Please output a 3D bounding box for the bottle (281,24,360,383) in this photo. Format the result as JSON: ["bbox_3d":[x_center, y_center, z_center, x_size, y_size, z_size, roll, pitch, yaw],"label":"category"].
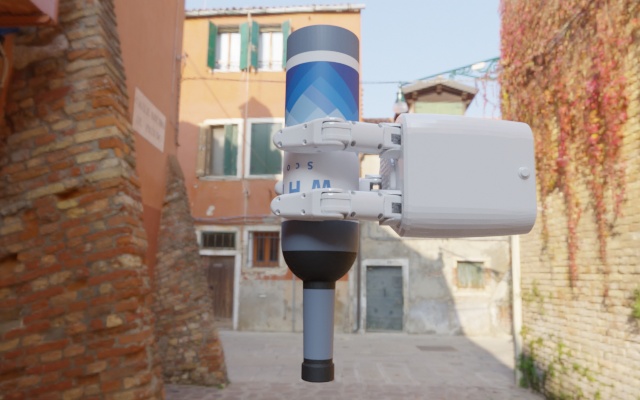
[{"bbox_3d":[0.000,0.001,0.413,0.069,0.295,0.069,1,-8,0],"label":"bottle"}]
